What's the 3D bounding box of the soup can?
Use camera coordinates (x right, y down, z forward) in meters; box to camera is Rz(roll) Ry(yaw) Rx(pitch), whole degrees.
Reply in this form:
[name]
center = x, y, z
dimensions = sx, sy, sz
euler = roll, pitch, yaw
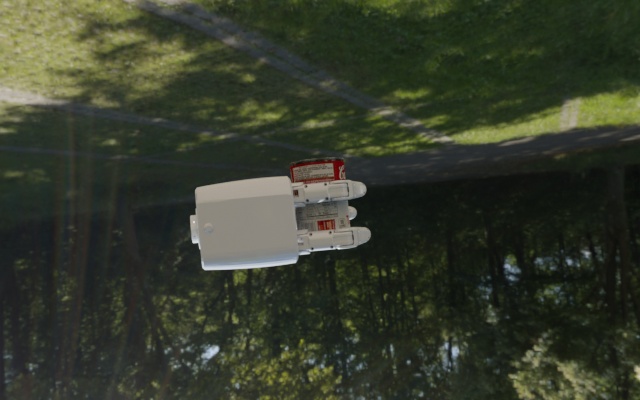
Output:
[soup can]
center = 0.001, 0.002, 0.587
dimensions = 0.068, 0.102, 0.068
euler = -6, -1, 0
